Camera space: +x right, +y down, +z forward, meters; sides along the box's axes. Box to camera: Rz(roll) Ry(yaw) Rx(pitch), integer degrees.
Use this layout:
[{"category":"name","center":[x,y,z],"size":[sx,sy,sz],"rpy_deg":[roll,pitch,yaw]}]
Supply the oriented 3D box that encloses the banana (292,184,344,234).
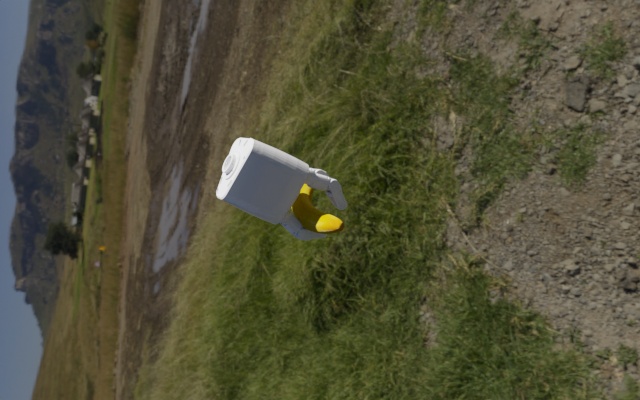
[{"category":"banana","center":[-0.015,0.013,0.824],"size":[0.037,0.069,0.197],"rpy_deg":[45,9,-29]}]
